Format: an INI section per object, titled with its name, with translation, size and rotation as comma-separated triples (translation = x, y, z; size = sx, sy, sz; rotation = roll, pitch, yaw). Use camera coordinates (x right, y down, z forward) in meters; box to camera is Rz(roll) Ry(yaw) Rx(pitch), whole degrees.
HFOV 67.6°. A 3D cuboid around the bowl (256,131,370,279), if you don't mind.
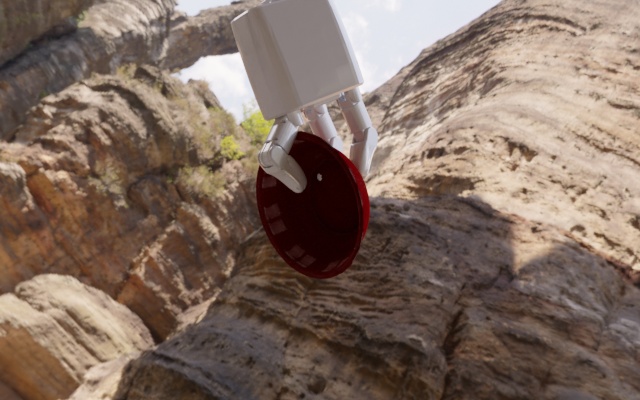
[bowl]
translation = 0.000, 0.003, 0.528
size = 0.162, 0.162, 0.055
rotation = 0, 12, 45
